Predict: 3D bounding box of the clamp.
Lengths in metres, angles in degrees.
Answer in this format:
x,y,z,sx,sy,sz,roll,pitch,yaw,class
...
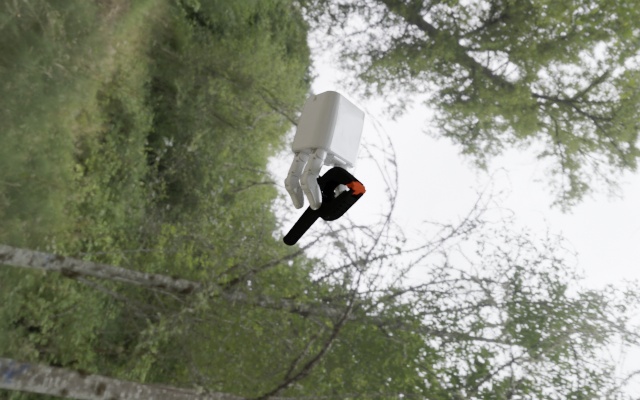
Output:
x,y,z,sx,sy,sz,roll,pitch,yaw,class
0.001,0.003,0.832,0.036,0.164,0.210,17,-10,-32,clamp
